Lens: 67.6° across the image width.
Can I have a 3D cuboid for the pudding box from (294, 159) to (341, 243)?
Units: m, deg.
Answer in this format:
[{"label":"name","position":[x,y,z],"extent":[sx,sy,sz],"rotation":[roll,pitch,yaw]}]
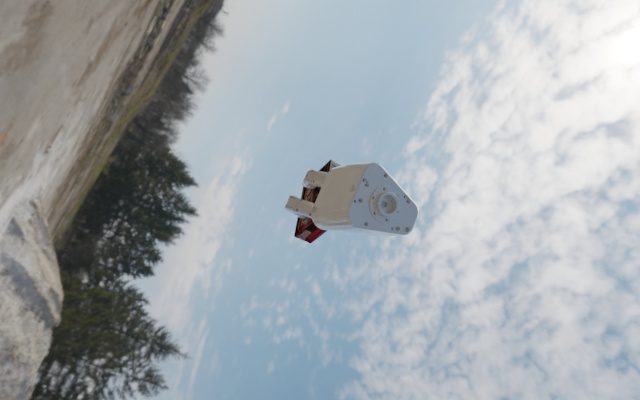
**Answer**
[{"label":"pudding box","position":[0.000,0.003,0.786],"extent":[0.039,0.113,0.090],"rotation":[28,-41,-21]}]
